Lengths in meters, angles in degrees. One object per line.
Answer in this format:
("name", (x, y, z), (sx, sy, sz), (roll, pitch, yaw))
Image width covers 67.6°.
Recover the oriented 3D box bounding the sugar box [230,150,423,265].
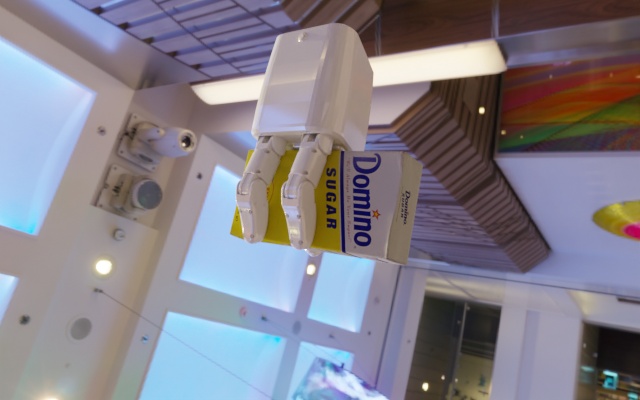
("sugar box", (0.000, 0.001, 0.446), (0.176, 0.093, 0.048), (3, -12, 36))
